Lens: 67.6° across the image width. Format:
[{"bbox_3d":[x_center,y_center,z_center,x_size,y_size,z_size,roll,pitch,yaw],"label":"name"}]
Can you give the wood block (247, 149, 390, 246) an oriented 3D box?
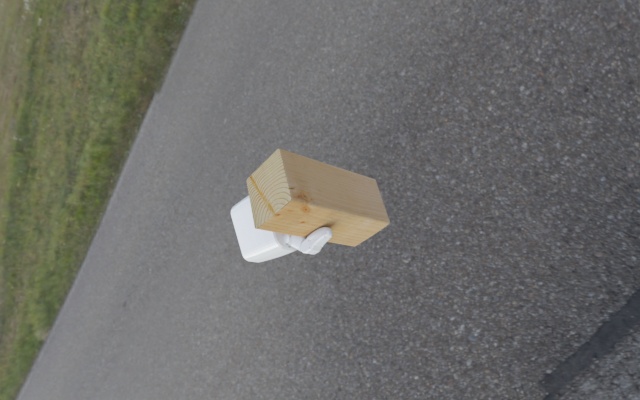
[{"bbox_3d":[0.000,0.003,0.748,0.206,0.090,0.090,14,-39,-41],"label":"wood block"}]
